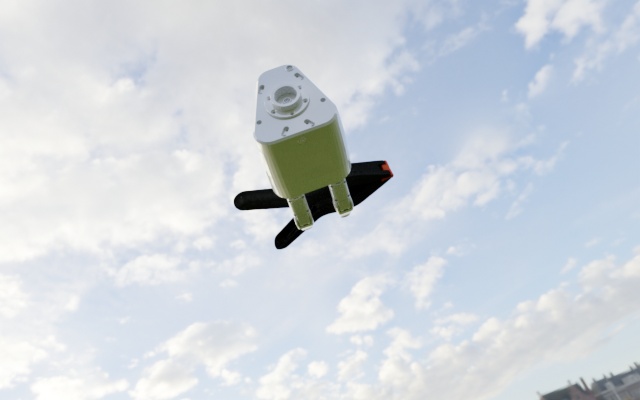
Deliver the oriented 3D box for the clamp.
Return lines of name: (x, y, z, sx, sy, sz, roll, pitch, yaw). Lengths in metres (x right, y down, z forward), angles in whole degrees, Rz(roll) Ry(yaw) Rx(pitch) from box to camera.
clamp: (0.000, 0.001, 0.667, 0.210, 0.036, 0.165, -20, -28, -2)
